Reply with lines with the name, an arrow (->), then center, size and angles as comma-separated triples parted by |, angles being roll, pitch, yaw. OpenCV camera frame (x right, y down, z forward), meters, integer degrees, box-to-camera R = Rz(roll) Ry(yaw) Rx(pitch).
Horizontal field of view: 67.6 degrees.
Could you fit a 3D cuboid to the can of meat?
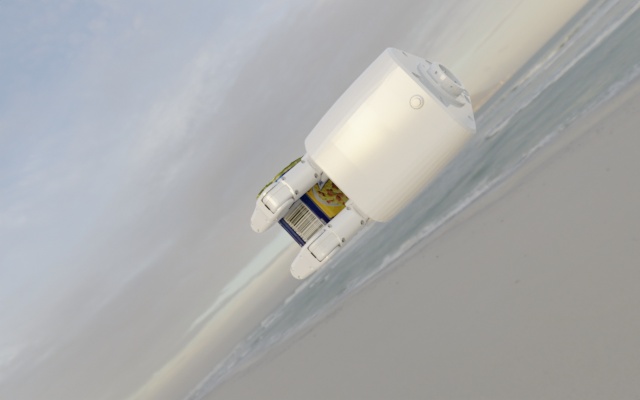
can of meat -> 0.000, 0.001, 0.459 | 0.057, 0.084, 0.102 | -47, -6, 34
